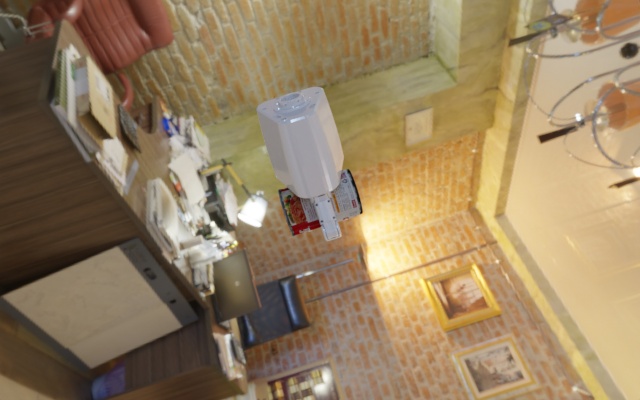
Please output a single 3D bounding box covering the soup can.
[{"bbox_3d":[0.001,0.003,0.658,0.102,0.068,0.068,-17,0,-1],"label":"soup can"}]
